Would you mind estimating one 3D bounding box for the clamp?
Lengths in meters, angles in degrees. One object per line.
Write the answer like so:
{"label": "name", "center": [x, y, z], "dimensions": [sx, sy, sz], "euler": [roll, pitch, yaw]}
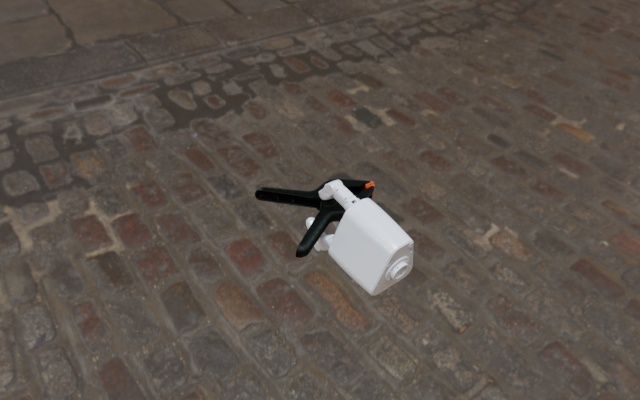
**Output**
{"label": "clamp", "center": [0.001, 0.002, 0.840], "dimensions": [0.210, 0.036, 0.164], "euler": [-25, 53, -29]}
